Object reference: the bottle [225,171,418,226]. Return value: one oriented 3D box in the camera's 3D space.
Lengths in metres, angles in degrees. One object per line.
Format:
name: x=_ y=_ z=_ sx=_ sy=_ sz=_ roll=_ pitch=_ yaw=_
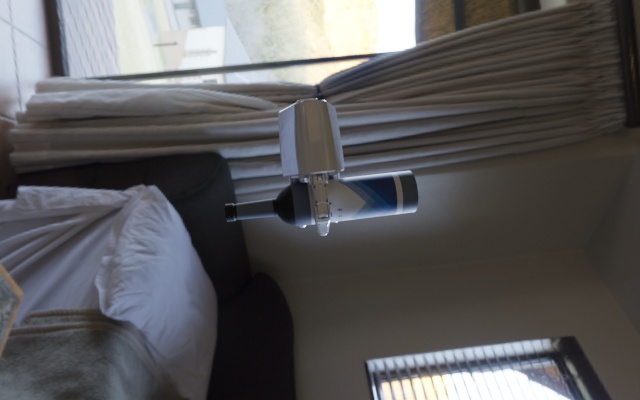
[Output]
bottle: x=0.000 y=0.003 z=0.747 sx=0.296 sy=0.069 sz=0.069 roll=-7 pitch=0 yaw=-5
